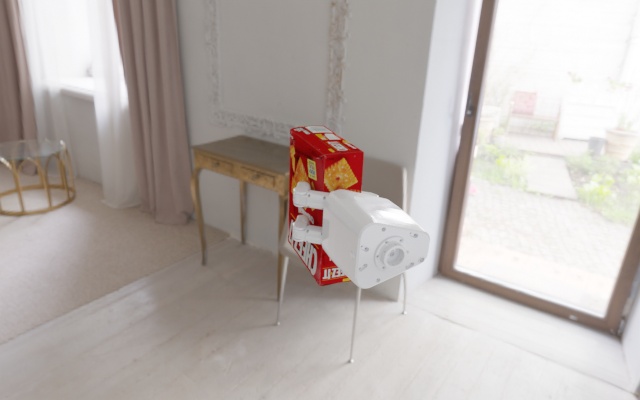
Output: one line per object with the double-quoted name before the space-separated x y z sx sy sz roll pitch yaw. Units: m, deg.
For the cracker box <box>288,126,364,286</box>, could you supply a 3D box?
"cracker box" 0.000 0.002 0.767 0.072 0.214 0.164 -6 24 -20
